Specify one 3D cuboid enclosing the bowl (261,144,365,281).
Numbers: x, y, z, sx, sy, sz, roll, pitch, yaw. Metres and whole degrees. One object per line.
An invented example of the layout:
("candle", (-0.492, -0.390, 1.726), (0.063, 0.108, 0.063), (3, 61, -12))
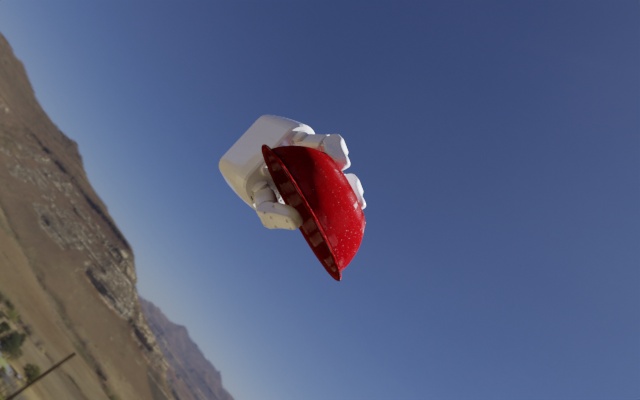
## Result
("bowl", (0.001, 0.002, 0.501), (0.055, 0.162, 0.162), (-29, 5, -9))
